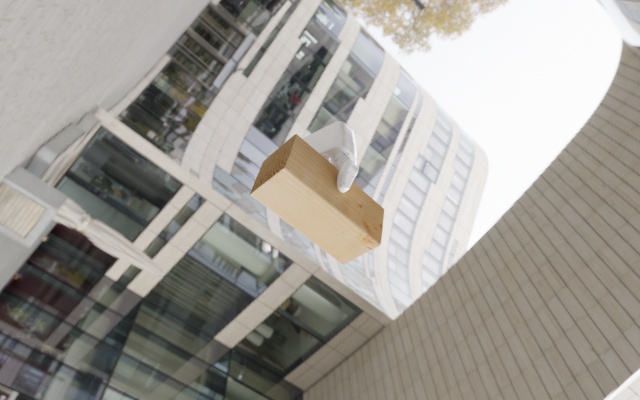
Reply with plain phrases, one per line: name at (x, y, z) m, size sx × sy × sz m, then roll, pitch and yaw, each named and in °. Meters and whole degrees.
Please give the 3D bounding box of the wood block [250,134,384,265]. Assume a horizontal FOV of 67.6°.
wood block at (0.000, 0.002, 0.781) m, size 0.206 × 0.090 × 0.091 m, roll 38°, pitch -51°, yaw -22°
